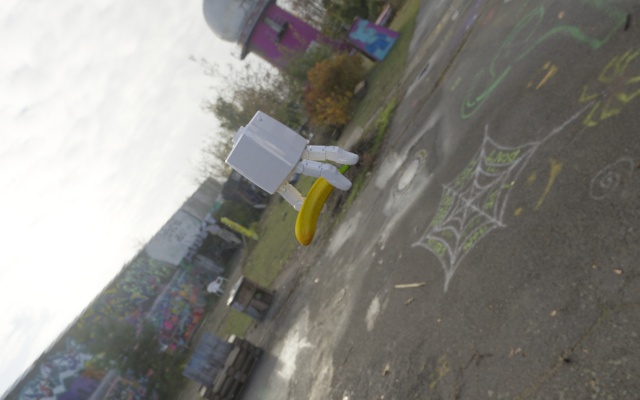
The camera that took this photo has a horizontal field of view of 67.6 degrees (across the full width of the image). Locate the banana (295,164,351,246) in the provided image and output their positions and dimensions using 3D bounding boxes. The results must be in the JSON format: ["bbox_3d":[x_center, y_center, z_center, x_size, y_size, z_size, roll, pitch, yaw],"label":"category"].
[{"bbox_3d":[-0.008,0.008,0.844,0.037,0.197,0.070,36,-37,-12],"label":"banana"}]
